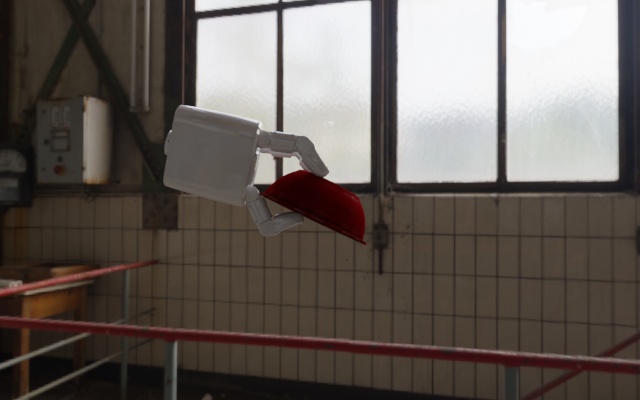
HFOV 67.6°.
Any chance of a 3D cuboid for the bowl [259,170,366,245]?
[{"bbox_3d":[0.001,0.002,0.650,0.162,0.055,0.162,26,-3,2],"label":"bowl"}]
